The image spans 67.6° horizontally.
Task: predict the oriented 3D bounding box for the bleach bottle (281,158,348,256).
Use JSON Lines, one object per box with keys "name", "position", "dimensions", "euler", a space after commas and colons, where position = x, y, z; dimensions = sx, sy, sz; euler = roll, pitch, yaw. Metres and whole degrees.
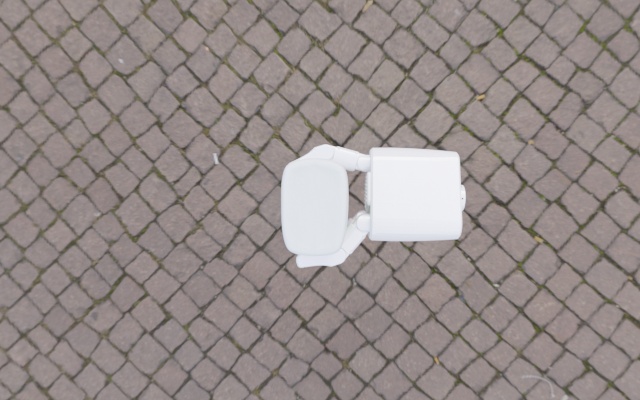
{"name": "bleach bottle", "position": [0.000, 0.002, 0.597], "dimensions": [0.068, 0.102, 0.251], "euler": [2, 3, 3]}
